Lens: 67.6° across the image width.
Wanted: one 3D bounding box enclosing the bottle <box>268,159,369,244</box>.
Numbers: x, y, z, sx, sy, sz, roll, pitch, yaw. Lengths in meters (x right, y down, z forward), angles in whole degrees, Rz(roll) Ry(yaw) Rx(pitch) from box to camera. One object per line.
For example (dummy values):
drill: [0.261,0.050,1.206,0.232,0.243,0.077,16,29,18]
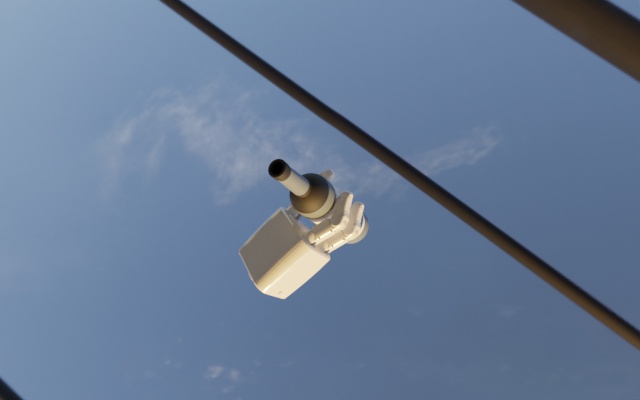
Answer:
bottle: [0.000,0.002,0.760,0.069,0.069,0.296,0,-18,24]
